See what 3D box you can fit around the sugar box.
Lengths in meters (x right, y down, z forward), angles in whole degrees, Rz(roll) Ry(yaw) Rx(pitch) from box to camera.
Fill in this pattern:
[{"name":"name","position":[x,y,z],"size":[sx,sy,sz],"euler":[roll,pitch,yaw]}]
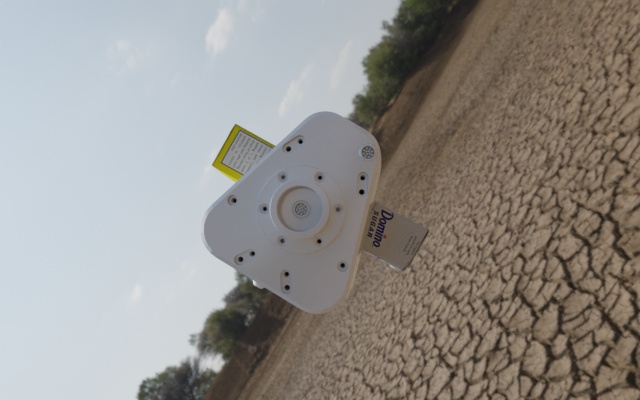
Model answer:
[{"name":"sugar box","position":[0.000,0.002,0.417],"size":[0.176,0.048,0.093],"euler":[31,-3,4]}]
